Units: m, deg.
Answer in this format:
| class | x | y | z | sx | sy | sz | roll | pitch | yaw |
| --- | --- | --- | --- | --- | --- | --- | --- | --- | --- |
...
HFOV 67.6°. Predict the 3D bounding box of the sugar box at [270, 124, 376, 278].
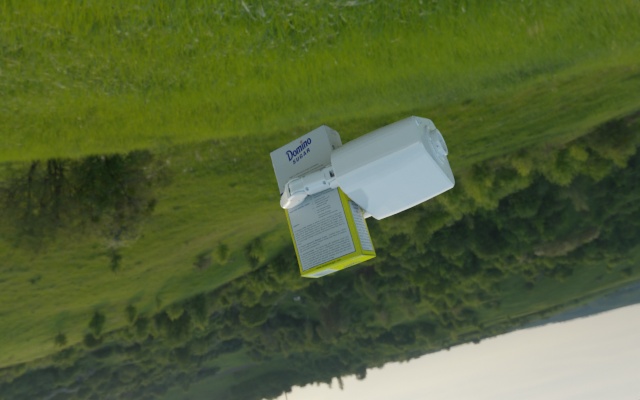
| class | x | y | z | sx | sy | sz | roll | pitch | yaw |
| --- | --- | --- | --- | --- | --- | --- | --- | --- | --- |
| sugar box | 0.001 | 0.002 | 0.615 | 0.093 | 0.176 | 0.048 | -23 | -21 | 26 |
